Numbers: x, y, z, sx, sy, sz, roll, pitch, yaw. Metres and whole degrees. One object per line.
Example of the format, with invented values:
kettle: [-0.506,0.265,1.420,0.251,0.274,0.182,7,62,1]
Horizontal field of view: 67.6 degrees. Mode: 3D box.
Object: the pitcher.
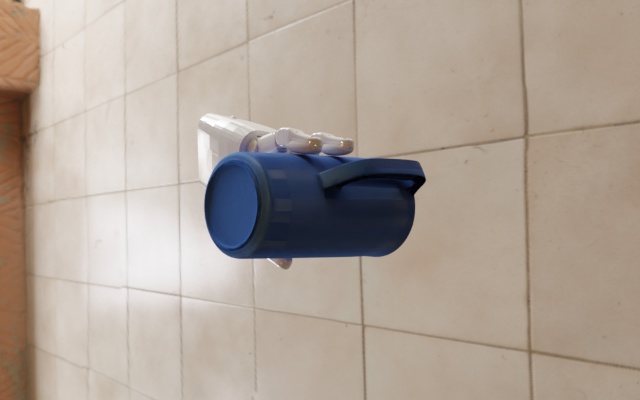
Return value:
pitcher: [0.000,0.002,0.552,0.145,0.149,0.243,27,17,40]
